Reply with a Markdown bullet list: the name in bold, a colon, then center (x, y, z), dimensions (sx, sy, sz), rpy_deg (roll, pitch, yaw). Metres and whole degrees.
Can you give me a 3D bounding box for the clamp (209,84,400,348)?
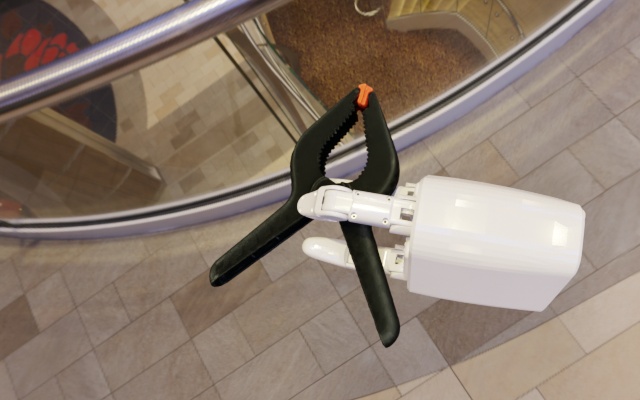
- **clamp**: center (0.000, 0.001, 0.403), dimensions (0.164, 0.210, 0.036), rpy_deg (9, -11, 13)
